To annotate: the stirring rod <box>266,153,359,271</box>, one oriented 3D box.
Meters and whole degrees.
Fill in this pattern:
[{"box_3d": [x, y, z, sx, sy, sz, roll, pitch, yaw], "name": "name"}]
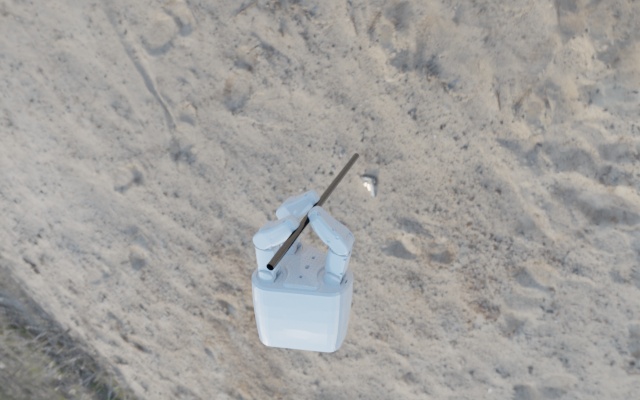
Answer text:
[{"box_3d": [0.000, 0.002, 0.540, 0.011, 0.011, 0.239, 0, 31, 27], "name": "stirring rod"}]
